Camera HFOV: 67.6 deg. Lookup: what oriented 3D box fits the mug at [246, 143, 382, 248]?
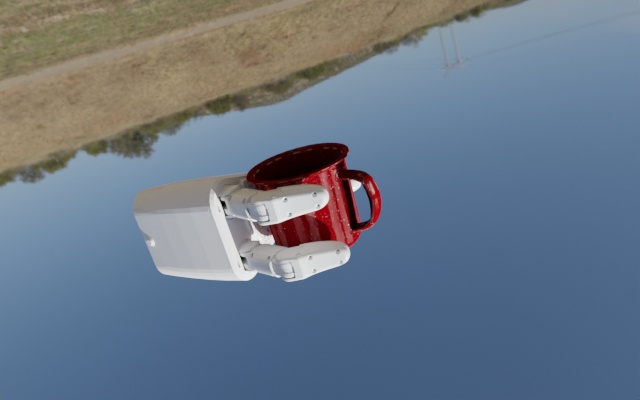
[{"bbox_3d":[0.001,0.001,0.424,0.117,0.081,0.093,-3,24,31],"label":"mug"}]
